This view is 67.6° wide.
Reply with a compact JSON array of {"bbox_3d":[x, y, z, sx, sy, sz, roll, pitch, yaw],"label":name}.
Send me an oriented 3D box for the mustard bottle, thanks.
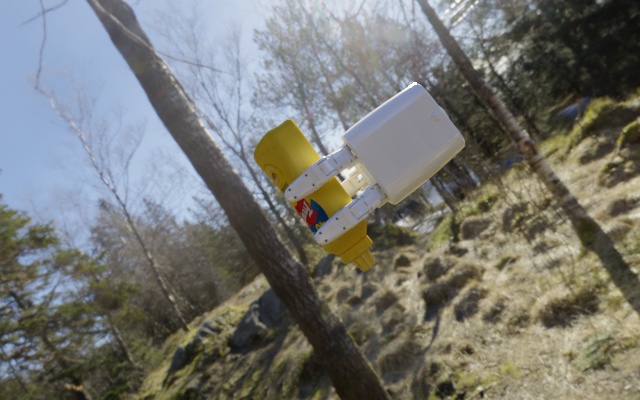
[{"bbox_3d":[0.000,0.002,0.561,0.058,0.191,0.096,-37,-3,-22],"label":"mustard bottle"}]
